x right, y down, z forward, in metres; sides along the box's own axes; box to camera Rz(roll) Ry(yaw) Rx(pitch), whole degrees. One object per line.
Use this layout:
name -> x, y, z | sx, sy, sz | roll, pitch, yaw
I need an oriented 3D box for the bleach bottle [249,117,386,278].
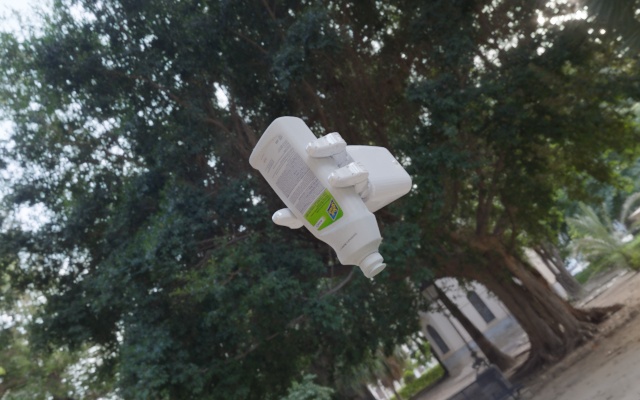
bleach bottle -> 0.000, 0.002, 0.660 | 0.068, 0.250, 0.103 | -8, -36, -47
